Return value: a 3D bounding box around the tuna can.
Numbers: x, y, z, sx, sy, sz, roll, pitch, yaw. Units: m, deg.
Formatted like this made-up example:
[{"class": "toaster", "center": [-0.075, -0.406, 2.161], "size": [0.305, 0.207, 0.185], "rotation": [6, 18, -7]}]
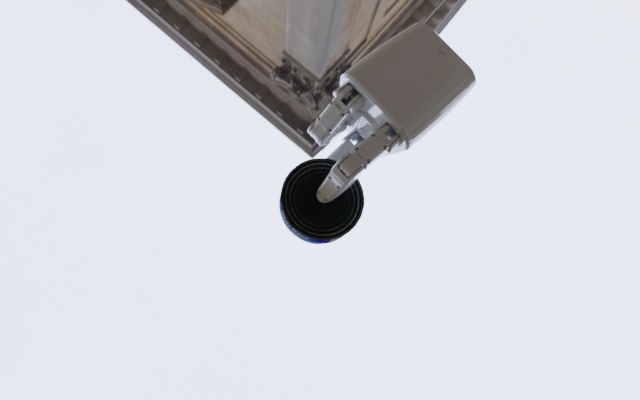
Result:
[{"class": "tuna can", "center": [0.000, 0.002, 0.497], "size": [0.086, 0.086, 0.034], "rotation": [0, -14, -9]}]
